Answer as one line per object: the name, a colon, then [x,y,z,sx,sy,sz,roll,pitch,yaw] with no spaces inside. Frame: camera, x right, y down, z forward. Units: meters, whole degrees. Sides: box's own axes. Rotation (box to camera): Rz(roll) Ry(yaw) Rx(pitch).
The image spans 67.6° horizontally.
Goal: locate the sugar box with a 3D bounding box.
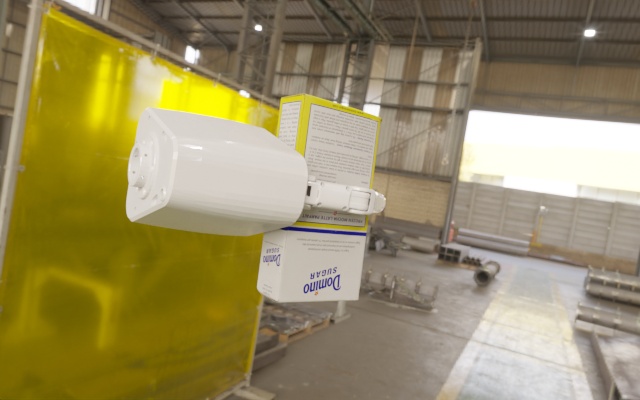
sugar box: [0.000,0.001,0.436,0.093,0.176,0.048,8,2,-36]
